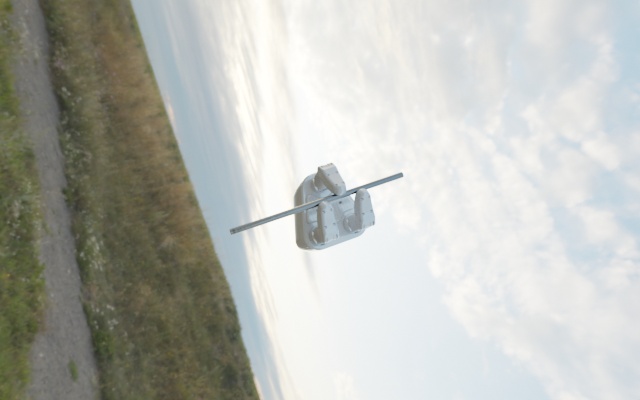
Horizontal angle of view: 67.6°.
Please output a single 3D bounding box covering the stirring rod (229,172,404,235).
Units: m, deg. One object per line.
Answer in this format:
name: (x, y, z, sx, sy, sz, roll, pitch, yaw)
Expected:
stirring rod: (0.000, 0.002, 0.615, 0.239, 0.011, 0.011, -19, 5, -15)
